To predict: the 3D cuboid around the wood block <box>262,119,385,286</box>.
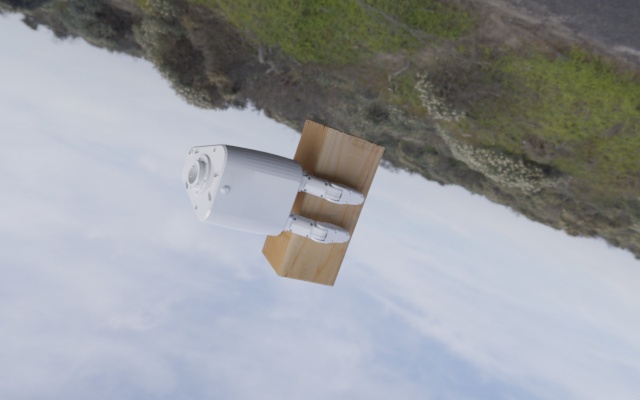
[{"bbox_3d":[0.000,0.002,0.671,0.090,0.206,0.090,15,11,-26],"label":"wood block"}]
